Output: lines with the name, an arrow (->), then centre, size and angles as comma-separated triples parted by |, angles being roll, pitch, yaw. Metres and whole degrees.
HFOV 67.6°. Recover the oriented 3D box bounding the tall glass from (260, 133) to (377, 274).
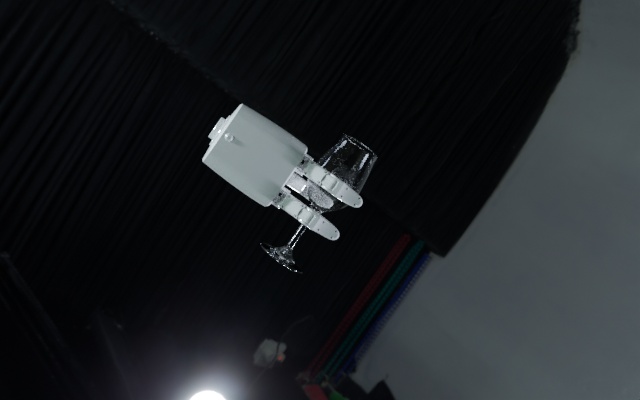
tall glass -> 0.000, 0.003, 0.689 | 0.079, 0.201, 0.079 | 35, 1, -1
